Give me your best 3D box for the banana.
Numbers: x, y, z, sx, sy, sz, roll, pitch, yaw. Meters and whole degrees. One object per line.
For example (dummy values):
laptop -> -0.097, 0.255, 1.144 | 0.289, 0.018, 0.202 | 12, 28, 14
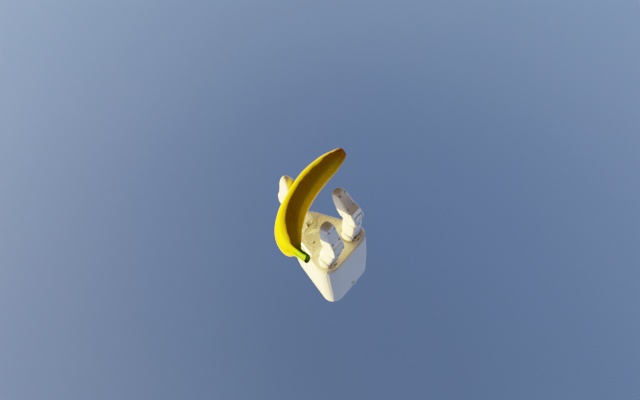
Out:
banana -> -0.019, 0.003, 0.650 | 0.069, 0.197, 0.037 | 6, -37, 18
